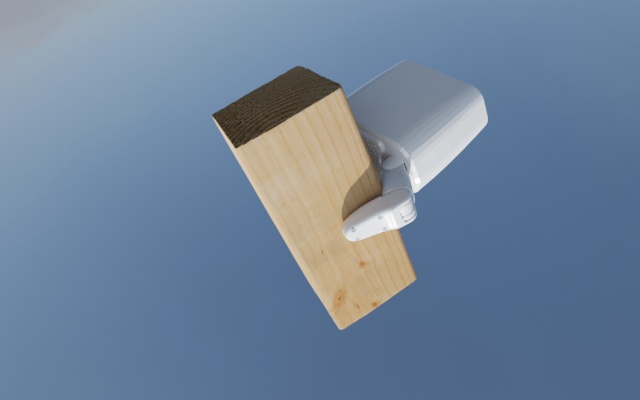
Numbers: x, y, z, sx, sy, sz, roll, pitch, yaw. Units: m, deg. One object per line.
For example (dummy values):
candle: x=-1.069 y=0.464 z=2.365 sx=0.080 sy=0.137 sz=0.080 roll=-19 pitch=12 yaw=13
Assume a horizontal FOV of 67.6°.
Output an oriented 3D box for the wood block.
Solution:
wood block: x=0.001 y=0.001 z=0.422 sx=0.090 sy=0.206 sz=0.090 roll=-32 pitch=33 yaw=-8
